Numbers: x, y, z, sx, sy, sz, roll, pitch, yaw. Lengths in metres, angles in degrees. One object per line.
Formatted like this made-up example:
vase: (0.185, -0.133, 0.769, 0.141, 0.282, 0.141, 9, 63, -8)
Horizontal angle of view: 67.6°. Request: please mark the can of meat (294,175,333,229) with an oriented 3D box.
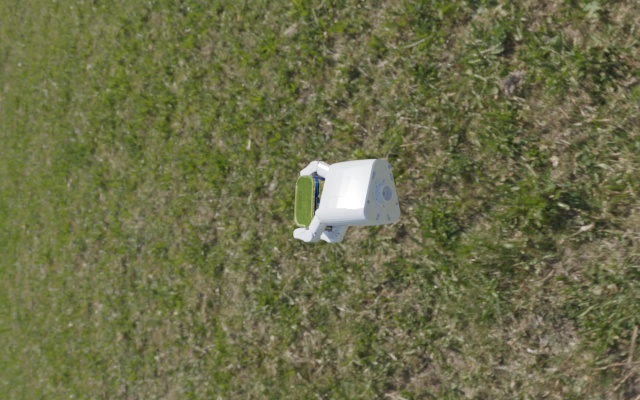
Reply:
can of meat: (0.000, 0.003, 0.894, 0.084, 0.102, 0.057, 3, -1, -42)
